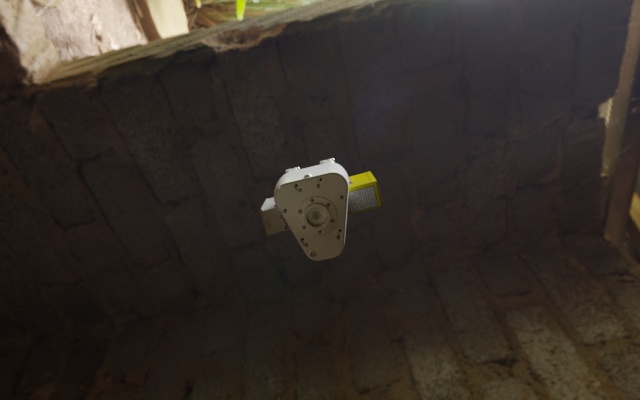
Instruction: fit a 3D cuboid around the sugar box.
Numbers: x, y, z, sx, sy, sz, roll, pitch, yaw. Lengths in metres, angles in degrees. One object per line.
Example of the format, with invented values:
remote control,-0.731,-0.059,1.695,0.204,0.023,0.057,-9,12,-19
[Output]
sugar box,0.000,0.002,0.731,0.176,0.048,0.093,-12,12,2
